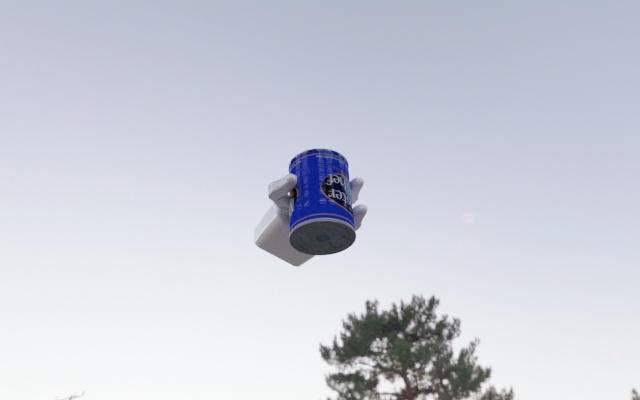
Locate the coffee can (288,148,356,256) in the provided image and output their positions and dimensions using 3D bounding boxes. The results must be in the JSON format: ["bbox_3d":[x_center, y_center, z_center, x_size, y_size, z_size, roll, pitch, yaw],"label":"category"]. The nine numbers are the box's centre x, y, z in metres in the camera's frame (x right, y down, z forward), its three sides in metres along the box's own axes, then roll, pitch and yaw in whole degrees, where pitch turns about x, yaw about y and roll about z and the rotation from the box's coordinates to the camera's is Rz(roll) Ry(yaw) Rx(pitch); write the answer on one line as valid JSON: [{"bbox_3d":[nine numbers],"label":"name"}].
[{"bbox_3d":[0.000,0.003,0.765,0.103,0.140,0.103,-2,-35,-2],"label":"coffee can"}]
